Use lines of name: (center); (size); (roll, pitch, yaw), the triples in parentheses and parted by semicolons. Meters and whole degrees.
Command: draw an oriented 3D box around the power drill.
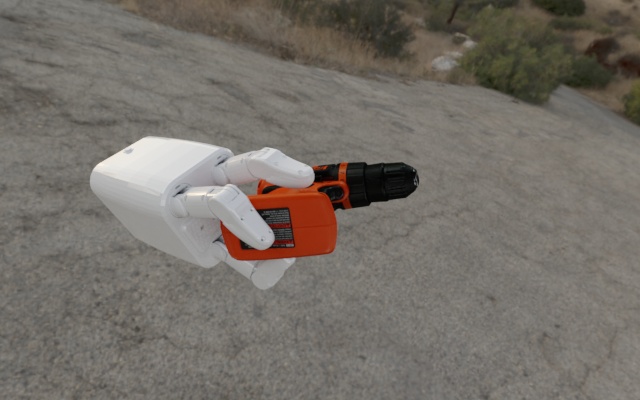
power drill: (0.000, 0.002, 0.474); (0.184, 0.057, 0.187); (-7, 10, 17)
